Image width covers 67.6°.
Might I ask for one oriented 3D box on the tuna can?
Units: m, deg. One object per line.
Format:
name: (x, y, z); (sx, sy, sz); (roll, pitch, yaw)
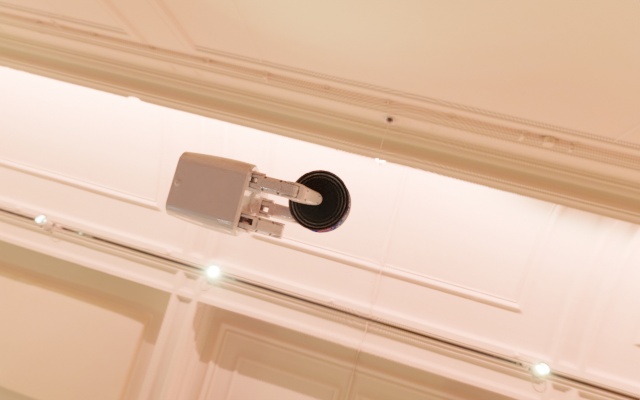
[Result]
tuna can: (0.000, 0.002, 0.671); (0.086, 0.086, 0.034); (0, -11, 12)
